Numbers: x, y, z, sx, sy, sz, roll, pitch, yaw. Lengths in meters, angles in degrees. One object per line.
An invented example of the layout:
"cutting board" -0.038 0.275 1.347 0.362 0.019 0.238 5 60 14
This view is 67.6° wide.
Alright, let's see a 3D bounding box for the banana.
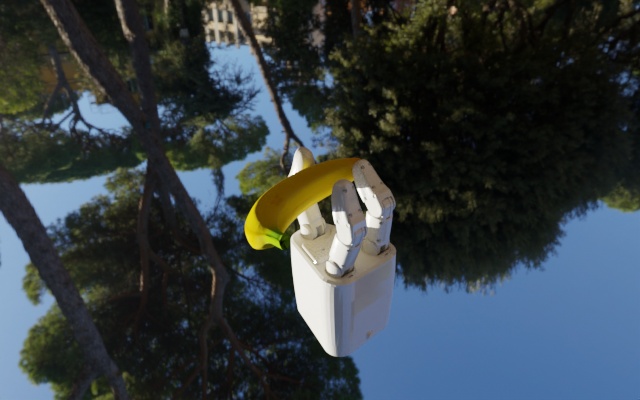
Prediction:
"banana" -0.018 0.001 0.456 0.069 0.037 0.197 7 27 22
